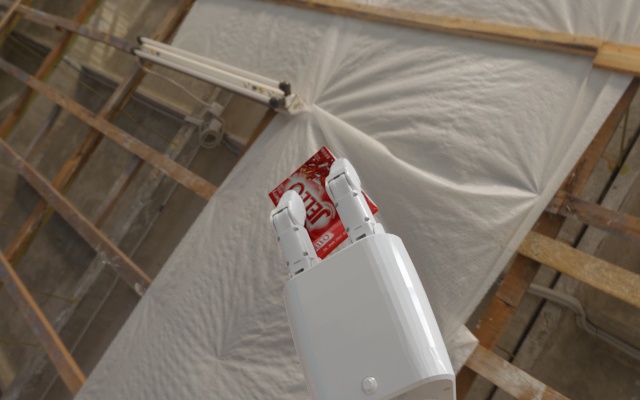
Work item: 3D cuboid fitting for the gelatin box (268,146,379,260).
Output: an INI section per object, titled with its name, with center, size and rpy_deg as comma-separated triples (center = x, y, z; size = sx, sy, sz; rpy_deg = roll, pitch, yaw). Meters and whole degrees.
[gelatin box]
center = 0.000, 0.001, 0.437
size = 0.030, 0.073, 0.089
rpy_deg = 44, 8, -44
